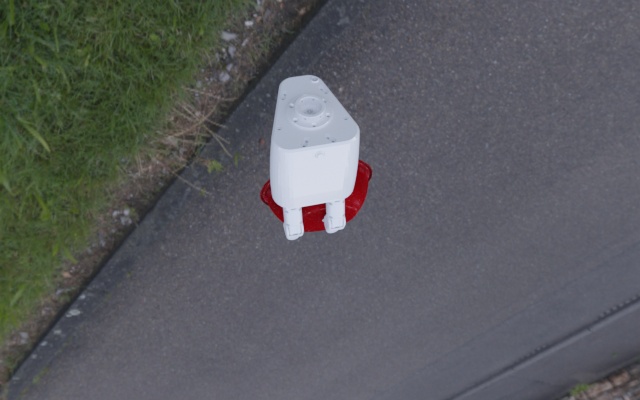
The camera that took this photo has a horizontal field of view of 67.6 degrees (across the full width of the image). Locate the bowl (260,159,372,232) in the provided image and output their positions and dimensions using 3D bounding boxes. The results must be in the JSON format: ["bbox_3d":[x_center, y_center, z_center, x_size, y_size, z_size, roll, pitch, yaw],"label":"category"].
[{"bbox_3d":[0.000,0.003,0.665,0.162,0.055,0.162,-12,-21,-5],"label":"bowl"}]
